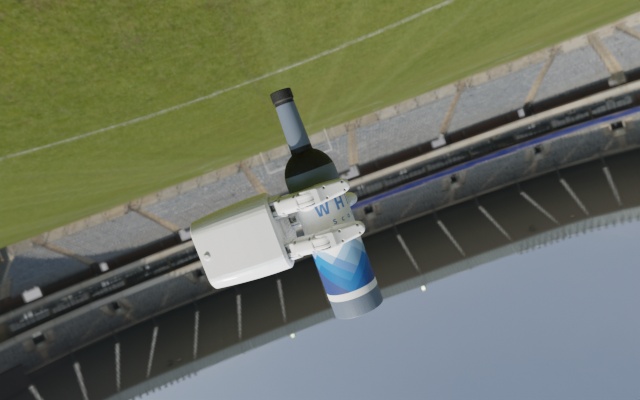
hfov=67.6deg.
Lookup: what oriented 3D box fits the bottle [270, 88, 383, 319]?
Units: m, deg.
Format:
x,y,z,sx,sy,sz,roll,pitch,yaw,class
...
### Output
x,y,z,sx,sy,sz,roll,pitch,yaw,class
0.000,0.002,0.607,0.069,0.296,0.069,-20,6,2,bottle
